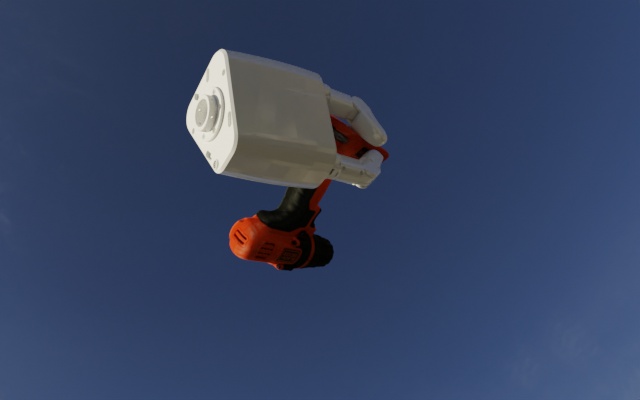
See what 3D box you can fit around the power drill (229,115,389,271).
[{"bbox_3d":[0.000,0.001,0.568,0.057,0.188,0.184,39,10,30],"label":"power drill"}]
